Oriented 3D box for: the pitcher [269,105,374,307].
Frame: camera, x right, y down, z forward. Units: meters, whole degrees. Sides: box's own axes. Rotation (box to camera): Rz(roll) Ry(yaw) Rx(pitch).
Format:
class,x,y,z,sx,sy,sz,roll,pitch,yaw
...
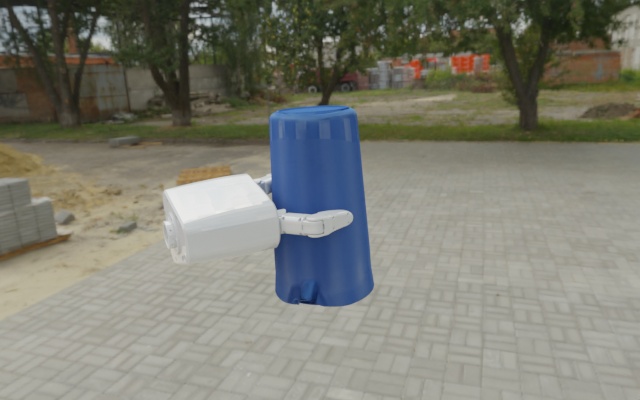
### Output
class,x,y,z,sx,sy,sz,roll,pitch,yaw
pitcher,0.000,0.002,0.623,0.145,0.243,0.149,-12,17,-27
